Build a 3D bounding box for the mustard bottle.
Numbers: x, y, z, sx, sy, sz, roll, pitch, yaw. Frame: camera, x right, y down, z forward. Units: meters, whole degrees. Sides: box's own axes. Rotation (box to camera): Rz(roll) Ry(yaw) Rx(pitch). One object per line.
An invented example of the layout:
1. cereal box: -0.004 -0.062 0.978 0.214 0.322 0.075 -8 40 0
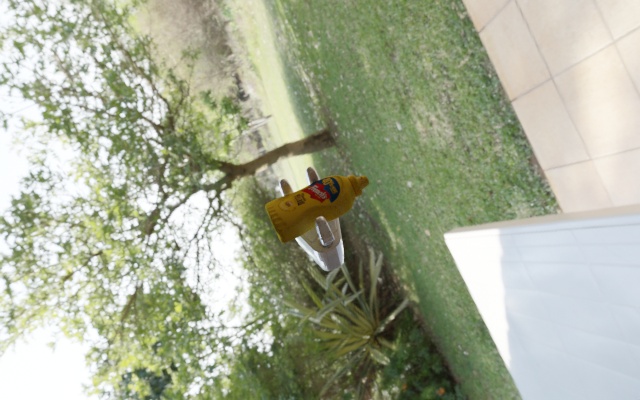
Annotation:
1. mustard bottle: 0.000 0.003 0.867 0.191 0.058 0.096 -25 35 -5
